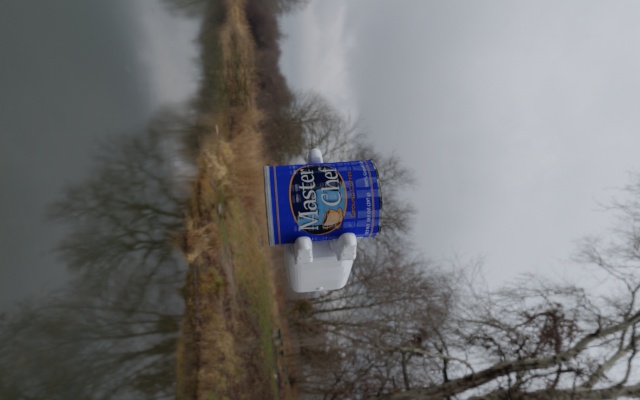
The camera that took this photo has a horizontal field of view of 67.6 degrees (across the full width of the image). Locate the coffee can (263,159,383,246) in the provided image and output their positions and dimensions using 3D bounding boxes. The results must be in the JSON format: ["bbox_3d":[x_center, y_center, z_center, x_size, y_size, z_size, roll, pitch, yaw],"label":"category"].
[{"bbox_3d":[0.000,0.002,0.616,0.140,0.103,0.103,-4,0,-5],"label":"coffee can"}]
